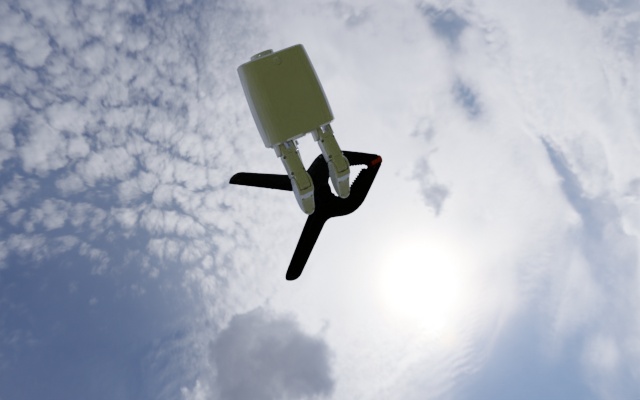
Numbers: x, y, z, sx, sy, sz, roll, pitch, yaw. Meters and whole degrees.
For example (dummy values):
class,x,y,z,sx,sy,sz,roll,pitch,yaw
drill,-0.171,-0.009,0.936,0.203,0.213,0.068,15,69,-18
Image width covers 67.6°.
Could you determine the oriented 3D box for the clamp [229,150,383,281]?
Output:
class,x,y,z,sx,sy,sz,roll,pitch,yaw
clamp,0.000,0.002,0.659,0.210,0.164,0.036,-26,14,-17
